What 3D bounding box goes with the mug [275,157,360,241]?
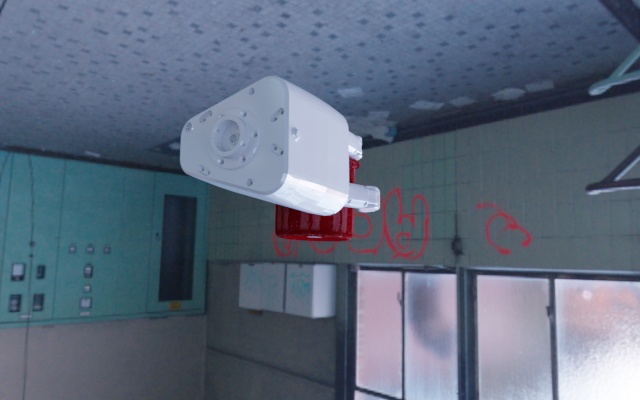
[{"bbox_3d":[0.001,0.002,0.513,0.093,0.081,0.117,-3,-10,28],"label":"mug"}]
